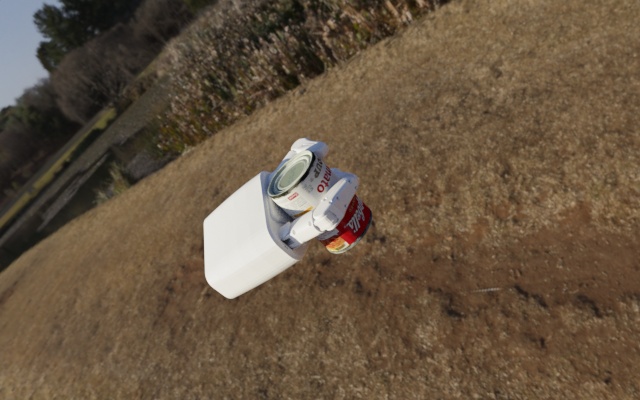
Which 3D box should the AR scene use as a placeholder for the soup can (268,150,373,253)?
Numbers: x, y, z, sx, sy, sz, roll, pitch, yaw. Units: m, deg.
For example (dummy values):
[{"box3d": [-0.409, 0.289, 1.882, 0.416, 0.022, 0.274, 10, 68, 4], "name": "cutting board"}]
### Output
[{"box3d": [0.000, 0.001, 0.528, 0.102, 0.068, 0.068, 44, -23, -26], "name": "soup can"}]
